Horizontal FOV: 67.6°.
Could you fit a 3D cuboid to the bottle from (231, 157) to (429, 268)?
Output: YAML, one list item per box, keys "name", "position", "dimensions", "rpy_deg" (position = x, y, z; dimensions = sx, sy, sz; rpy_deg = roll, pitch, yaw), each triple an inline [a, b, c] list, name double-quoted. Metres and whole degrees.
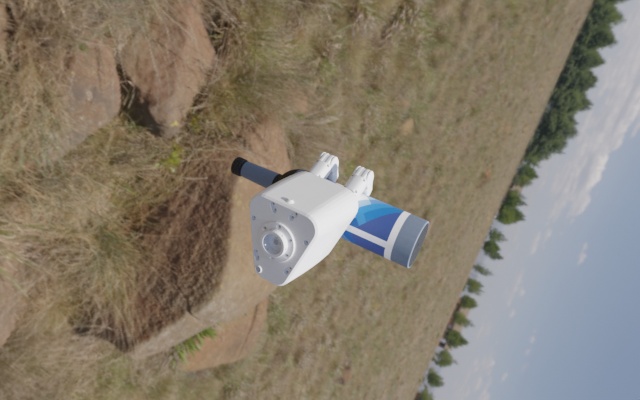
- name: "bottle"
  position: [0.000, 0.002, 0.666]
  dimensions: [0.295, 0.069, 0.069]
  rpy_deg: [24, 9, 20]
